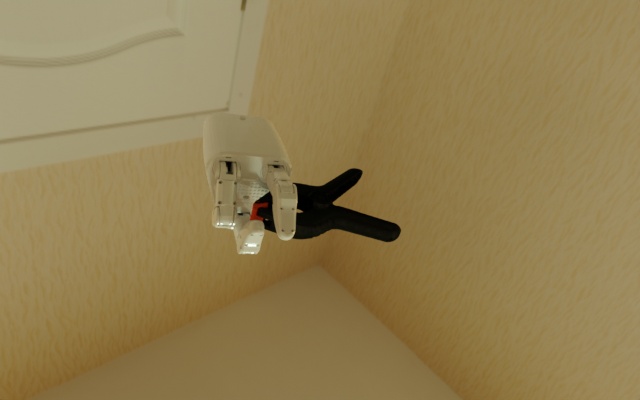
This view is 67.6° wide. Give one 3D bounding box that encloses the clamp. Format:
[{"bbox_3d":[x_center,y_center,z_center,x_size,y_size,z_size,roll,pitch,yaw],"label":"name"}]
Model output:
[{"bbox_3d":[0.000,0.002,0.563,0.171,0.039,0.120,3,35,-20],"label":"clamp"}]
